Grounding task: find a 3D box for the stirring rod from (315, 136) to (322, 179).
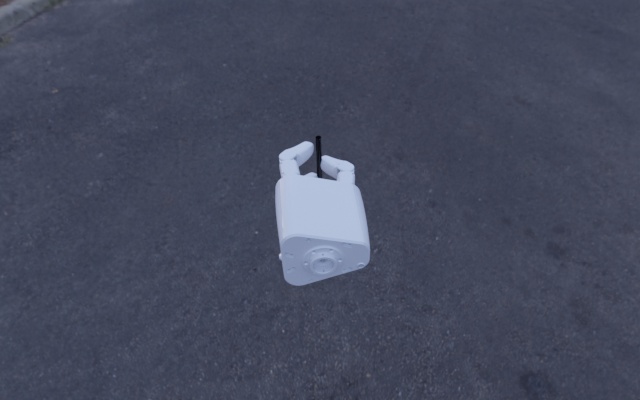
[{"bbox_3d":[0.000,0.003,0.740,0.011,0.240,0.011,-1,42,1],"label":"stirring rod"}]
